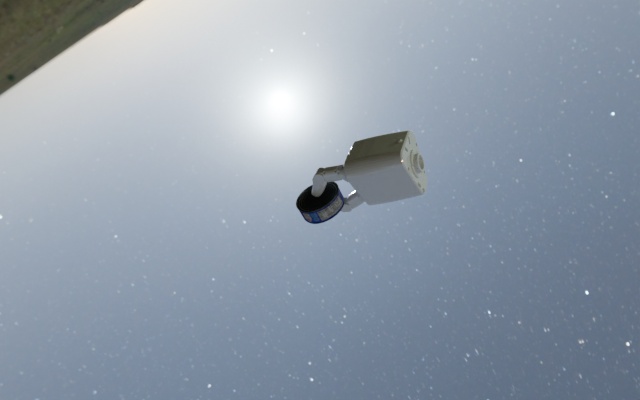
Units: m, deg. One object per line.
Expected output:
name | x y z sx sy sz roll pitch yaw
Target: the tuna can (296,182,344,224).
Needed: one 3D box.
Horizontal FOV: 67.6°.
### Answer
tuna can | 0.000 0.003 0.881 0.086 0.034 0.086 -20 34 14
